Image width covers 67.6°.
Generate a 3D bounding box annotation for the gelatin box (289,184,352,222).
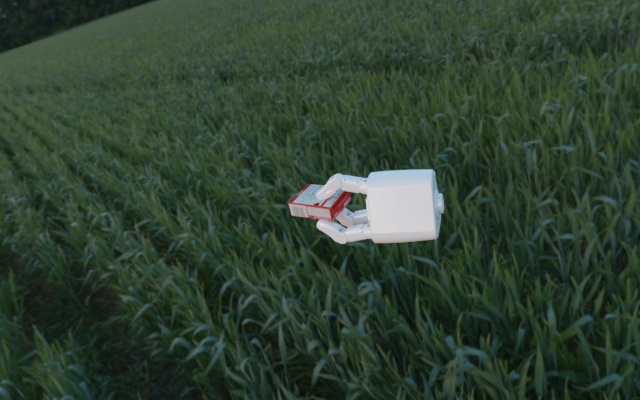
[{"bbox_3d":[0.000,0.002,0.850,0.089,0.030,0.073,7,34,30],"label":"gelatin box"}]
